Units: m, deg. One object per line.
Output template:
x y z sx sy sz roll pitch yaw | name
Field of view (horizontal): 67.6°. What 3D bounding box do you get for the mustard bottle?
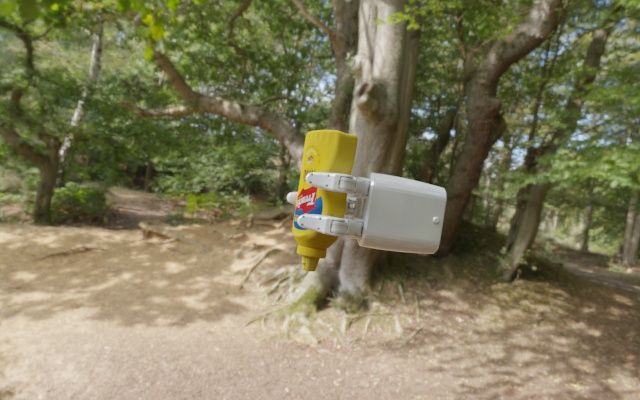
0.000 0.002 0.659 0.058 0.191 0.096 9 0 -31 | mustard bottle
